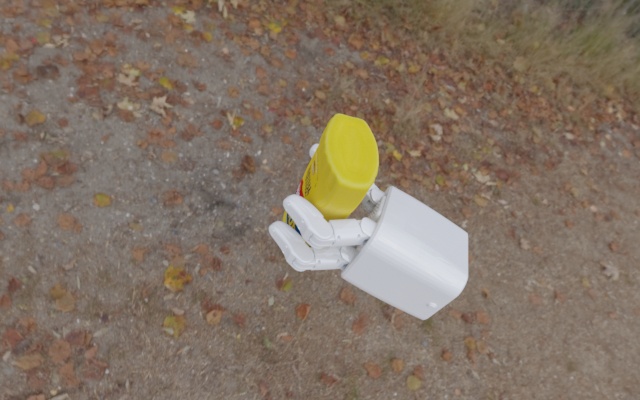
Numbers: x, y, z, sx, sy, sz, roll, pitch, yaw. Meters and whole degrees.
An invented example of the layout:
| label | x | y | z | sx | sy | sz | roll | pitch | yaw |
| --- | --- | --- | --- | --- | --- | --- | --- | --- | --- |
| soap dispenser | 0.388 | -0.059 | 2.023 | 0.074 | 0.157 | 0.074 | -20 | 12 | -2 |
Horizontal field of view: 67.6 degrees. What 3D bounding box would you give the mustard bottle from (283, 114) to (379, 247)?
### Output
| label | x | y | z | sx | sy | sz | roll | pitch | yaw |
| --- | --- | --- | --- | --- | --- | --- | --- | --- | --- |
| mustard bottle | 0.000 | 0.001 | 0.529 | 0.058 | 0.096 | 0.192 | 10 | -37 | -16 |
